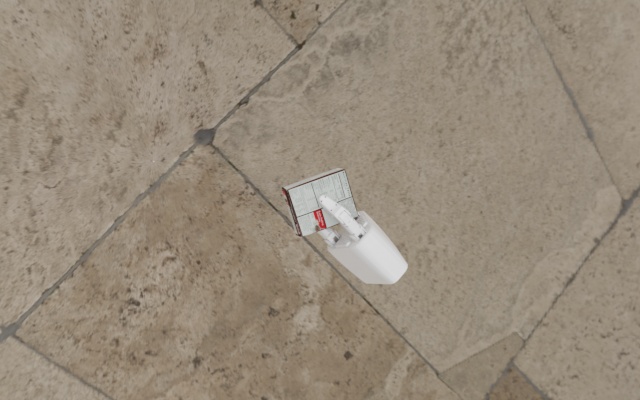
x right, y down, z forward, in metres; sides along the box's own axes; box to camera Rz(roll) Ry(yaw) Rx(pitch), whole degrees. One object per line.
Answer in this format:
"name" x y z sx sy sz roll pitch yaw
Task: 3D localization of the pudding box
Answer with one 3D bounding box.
"pudding box" 0.000 0.003 0.819 0.113 0.090 0.039 -20 11 -17
